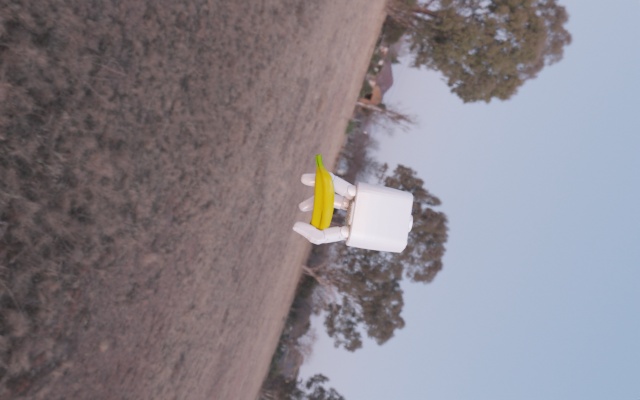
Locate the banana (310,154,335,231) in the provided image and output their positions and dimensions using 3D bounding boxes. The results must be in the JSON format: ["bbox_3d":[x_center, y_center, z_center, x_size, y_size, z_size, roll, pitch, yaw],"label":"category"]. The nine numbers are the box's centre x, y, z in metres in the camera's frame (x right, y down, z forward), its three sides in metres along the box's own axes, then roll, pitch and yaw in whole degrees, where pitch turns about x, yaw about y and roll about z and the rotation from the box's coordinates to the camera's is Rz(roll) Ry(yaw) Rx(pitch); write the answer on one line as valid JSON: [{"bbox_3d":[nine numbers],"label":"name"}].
[{"bbox_3d":[0.002,0.014,0.861,0.037,0.198,0.069,1,44,-7],"label":"banana"}]
